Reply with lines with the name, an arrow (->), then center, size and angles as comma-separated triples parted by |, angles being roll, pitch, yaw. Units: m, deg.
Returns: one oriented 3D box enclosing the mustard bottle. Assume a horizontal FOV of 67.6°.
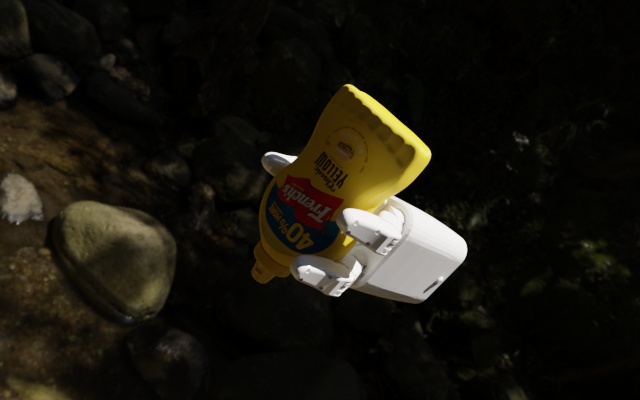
mustard bottle -> 0.000, 0.001, 0.421 | 0.096, 0.192, 0.058 | 47, 19, 23
